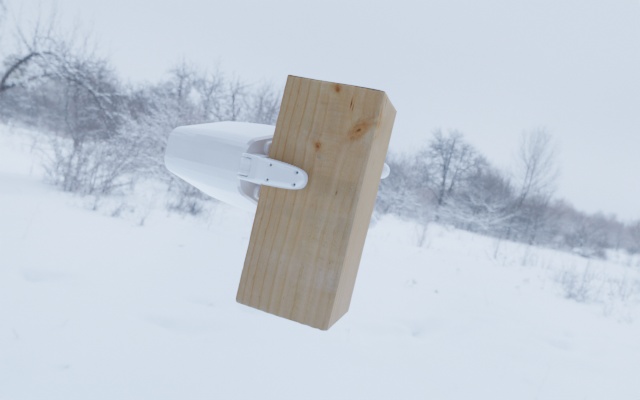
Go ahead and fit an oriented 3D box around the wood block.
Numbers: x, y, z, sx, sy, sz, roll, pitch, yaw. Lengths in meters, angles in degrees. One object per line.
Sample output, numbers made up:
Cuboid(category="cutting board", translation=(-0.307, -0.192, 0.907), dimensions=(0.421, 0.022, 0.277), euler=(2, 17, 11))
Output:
Cuboid(category="wood block", translation=(0.000, 0.001, 0.447), dimensions=(0.090, 0.206, 0.091), euler=(14, 3, 16))
